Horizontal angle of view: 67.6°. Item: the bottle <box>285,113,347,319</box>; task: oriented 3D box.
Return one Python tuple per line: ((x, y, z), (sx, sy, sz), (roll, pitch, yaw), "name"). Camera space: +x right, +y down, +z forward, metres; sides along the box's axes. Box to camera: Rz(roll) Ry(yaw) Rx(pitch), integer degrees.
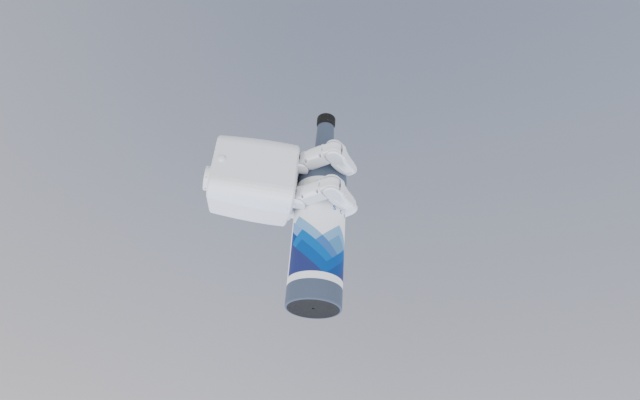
((0.000, 0.002, 0.628), (0.069, 0.295, 0.069), (3, -33, 2), "bottle")
